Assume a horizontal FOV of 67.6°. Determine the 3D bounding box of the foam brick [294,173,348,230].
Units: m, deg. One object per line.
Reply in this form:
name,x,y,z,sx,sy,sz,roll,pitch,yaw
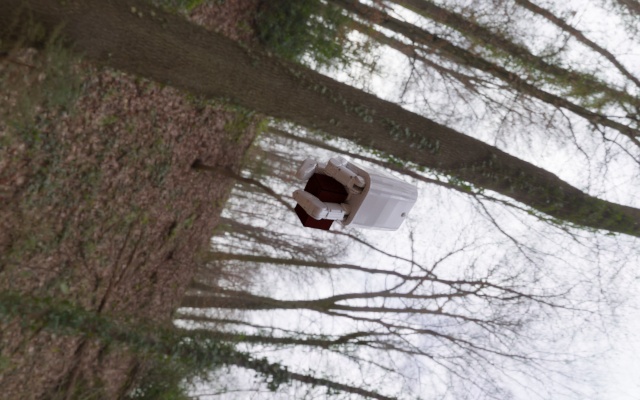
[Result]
foam brick,0.000,0.003,0.786,0.051,0.078,0.053,10,32,-30
